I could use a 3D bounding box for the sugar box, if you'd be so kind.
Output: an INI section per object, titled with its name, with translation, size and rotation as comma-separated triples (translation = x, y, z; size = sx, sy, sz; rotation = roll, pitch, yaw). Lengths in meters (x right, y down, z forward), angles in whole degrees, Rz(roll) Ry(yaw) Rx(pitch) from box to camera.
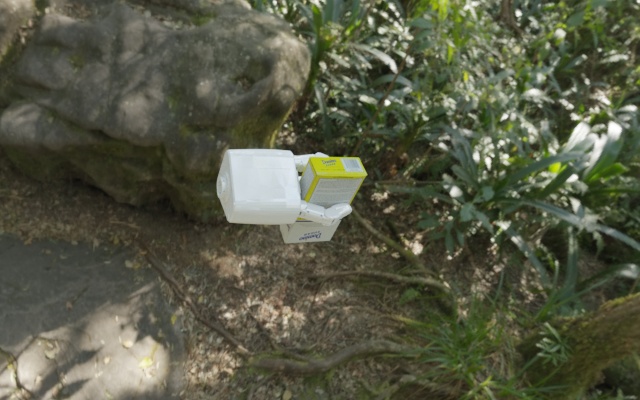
[sugar box]
translation = 0.000, 0.002, 0.802
size = 0.093, 0.048, 0.176
rotation = -1, -38, -27
